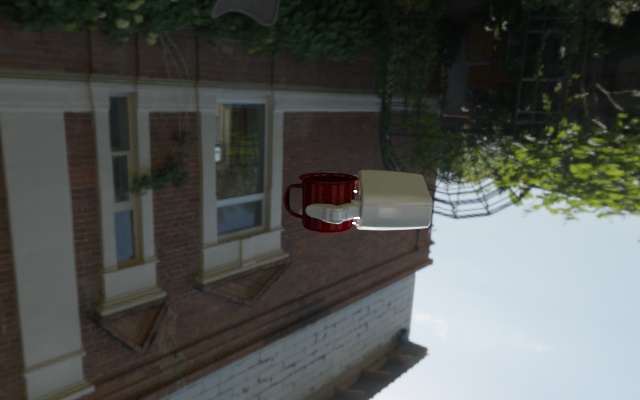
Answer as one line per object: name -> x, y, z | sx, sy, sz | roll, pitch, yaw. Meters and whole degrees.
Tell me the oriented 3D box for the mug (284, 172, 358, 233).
mug -> -0.001, 0.003, 0.754 | 0.117, 0.081, 0.093 | 2, 12, 2
